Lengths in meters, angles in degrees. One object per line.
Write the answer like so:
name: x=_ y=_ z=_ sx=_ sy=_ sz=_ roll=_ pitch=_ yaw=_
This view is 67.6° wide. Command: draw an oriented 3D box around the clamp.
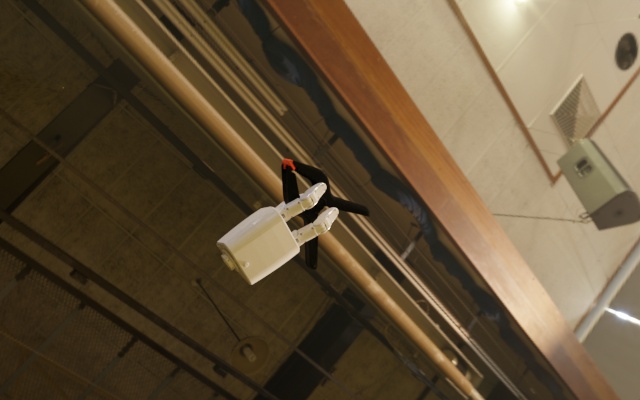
clamp: x=-0.001 y=0.002 z=0.883 sx=0.164 sy=0.210 sz=0.036 roll=-37 pitch=26 yaw=-20
